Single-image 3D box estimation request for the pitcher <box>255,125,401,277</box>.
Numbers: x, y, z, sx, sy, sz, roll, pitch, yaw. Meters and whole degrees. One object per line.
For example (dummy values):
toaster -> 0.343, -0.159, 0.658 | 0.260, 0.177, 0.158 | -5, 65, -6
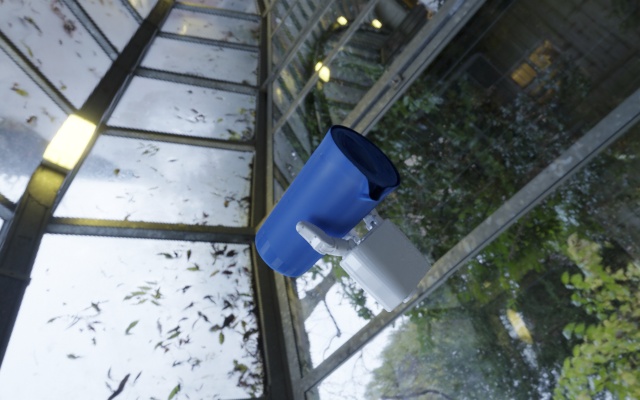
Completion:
pitcher -> 0.000, 0.003, 0.766 | 0.243, 0.145, 0.149 | -49, -9, 27
